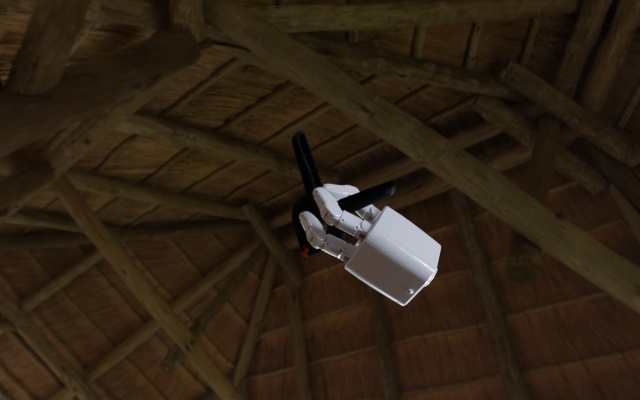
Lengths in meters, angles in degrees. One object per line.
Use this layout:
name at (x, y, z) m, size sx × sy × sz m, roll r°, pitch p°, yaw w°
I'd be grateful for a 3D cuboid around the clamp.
clamp at (0.000, 0.002, 0.731) m, size 0.164 × 0.210 × 0.036 m, roll 35°, pitch 41°, yaw 6°
